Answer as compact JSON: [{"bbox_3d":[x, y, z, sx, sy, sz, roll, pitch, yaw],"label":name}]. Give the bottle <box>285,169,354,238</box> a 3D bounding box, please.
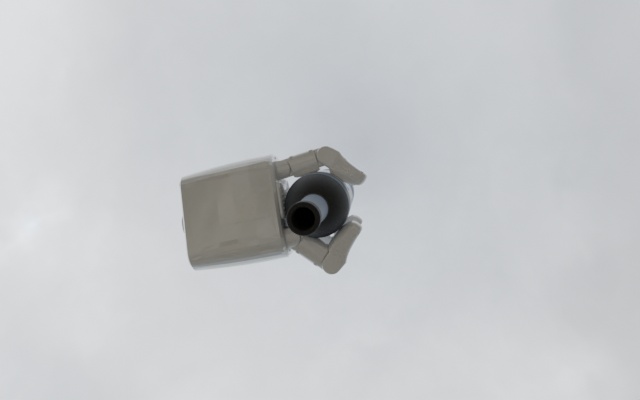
[{"bbox_3d":[0.000,0.002,0.521,0.069,0.069,0.295,0,5,5],"label":"bottle"}]
